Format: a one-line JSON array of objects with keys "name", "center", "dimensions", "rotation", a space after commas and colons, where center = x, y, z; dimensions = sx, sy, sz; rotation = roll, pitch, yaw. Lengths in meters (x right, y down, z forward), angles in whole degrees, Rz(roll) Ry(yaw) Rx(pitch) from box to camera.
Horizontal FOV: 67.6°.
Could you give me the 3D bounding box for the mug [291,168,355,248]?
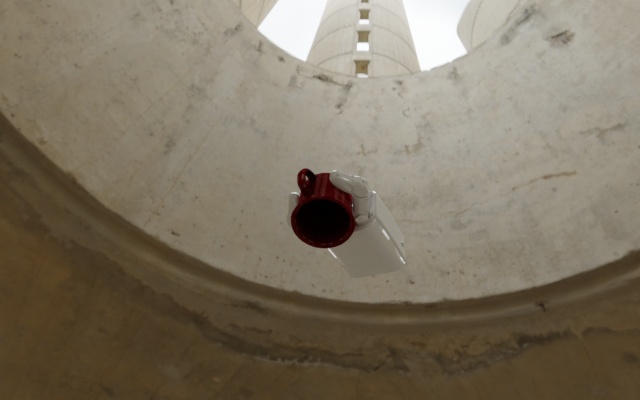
[{"name": "mug", "center": [-0.001, 0.001, 0.713], "dimensions": [0.093, 0.117, 0.081], "rotation": [-26, 27, 21]}]
